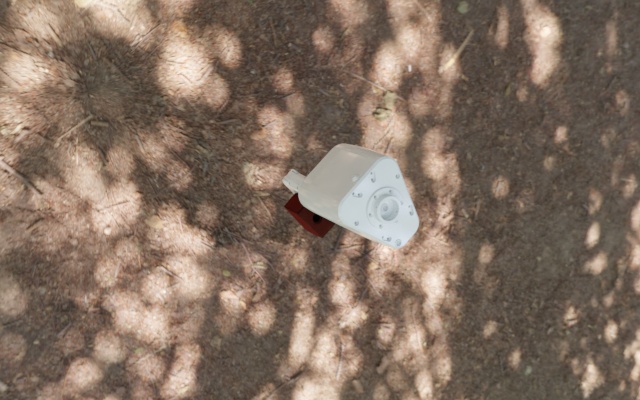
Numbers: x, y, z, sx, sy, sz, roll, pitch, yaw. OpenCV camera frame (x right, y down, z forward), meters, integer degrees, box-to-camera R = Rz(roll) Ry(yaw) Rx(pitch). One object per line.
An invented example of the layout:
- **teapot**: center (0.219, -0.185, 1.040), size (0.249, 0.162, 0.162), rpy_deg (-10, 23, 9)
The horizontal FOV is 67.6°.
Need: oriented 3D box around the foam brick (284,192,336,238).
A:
- **foam brick**: center (0.000, 0.002, 0.647), size (0.053, 0.078, 0.051), rpy_deg (46, -9, -27)
